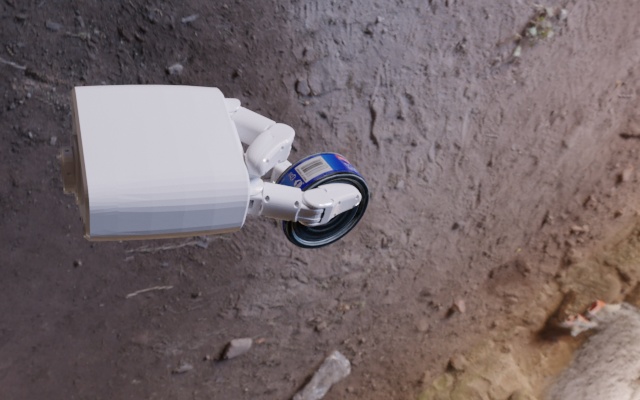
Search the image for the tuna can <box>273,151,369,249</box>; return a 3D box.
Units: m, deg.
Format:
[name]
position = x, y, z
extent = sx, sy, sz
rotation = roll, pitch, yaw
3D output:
[tuna can]
position = 0.000, 0.002, 0.422
extent = 0.086, 0.086, 0.033
rotation = 0, 37, -36
